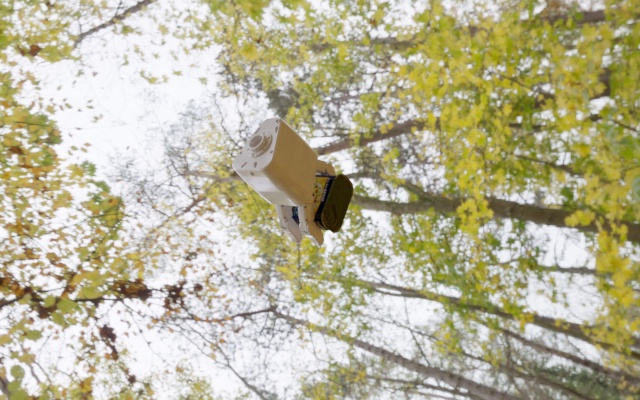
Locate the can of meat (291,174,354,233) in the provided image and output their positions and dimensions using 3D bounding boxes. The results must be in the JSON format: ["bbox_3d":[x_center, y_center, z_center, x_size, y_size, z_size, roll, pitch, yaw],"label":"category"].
[{"bbox_3d":[0.000,0.003,0.853,0.084,0.102,0.057,4,-24,39],"label":"can of meat"}]
